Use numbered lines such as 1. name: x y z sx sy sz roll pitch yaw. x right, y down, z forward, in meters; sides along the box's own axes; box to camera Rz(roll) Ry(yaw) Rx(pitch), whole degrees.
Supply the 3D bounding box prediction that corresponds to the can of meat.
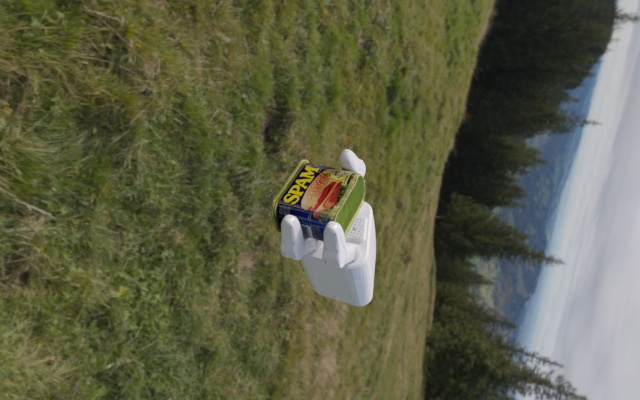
1. can of meat: 0.000 0.002 0.599 0.084 0.057 0.102 13 49 24
